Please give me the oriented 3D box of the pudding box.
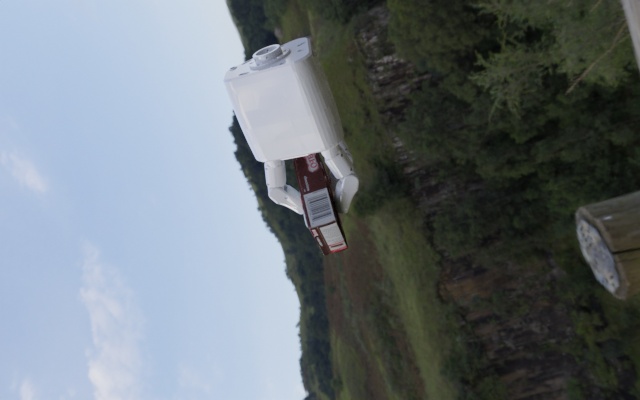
[{"bbox_3d":[0.000,0.002,0.618,0.039,0.113,0.090,-16,-30,6],"label":"pudding box"}]
